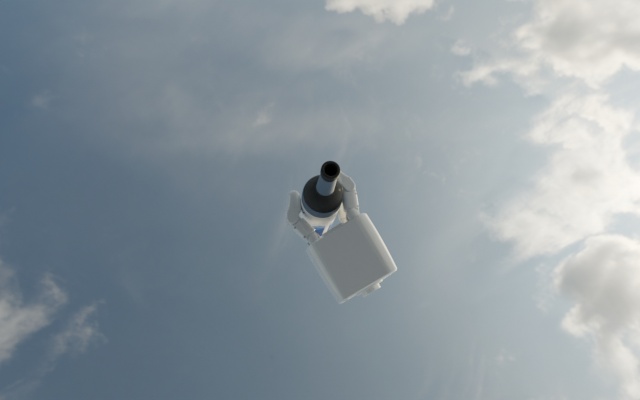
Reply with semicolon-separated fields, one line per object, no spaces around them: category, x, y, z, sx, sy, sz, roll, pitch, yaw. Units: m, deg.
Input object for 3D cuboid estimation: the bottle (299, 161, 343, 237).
bottle;0.000;0.003;0.803;0.069;0.069;0.296;0;-18;-6
